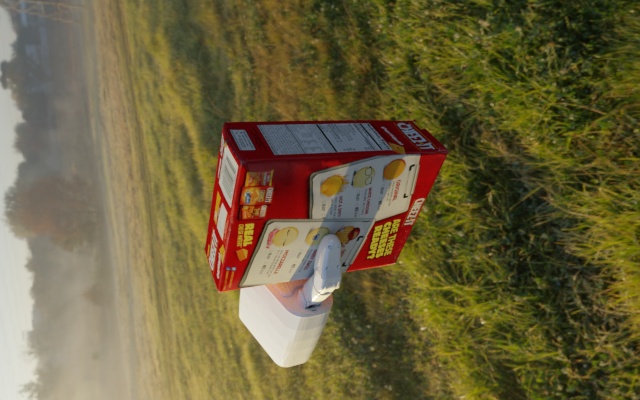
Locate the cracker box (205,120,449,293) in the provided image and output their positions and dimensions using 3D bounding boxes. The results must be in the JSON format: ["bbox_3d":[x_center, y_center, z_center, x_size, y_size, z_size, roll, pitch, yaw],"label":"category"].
[{"bbox_3d":[0.000,0.002,0.486,0.213,0.164,0.072,-6,43,-27],"label":"cracker box"}]
